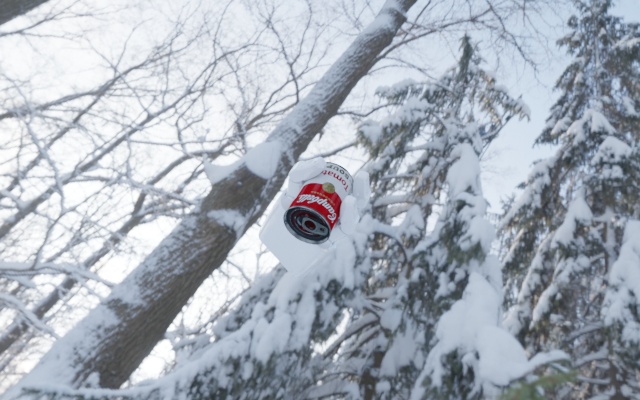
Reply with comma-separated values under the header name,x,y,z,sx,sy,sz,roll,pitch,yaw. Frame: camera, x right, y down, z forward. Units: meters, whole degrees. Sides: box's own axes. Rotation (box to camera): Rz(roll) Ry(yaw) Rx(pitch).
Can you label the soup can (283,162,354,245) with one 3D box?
name,x,y,z,sx,sy,sz,roll,pitch,yaw
soup can,0.000,0.002,0.664,0.068,0.068,0.102,0,40,29
